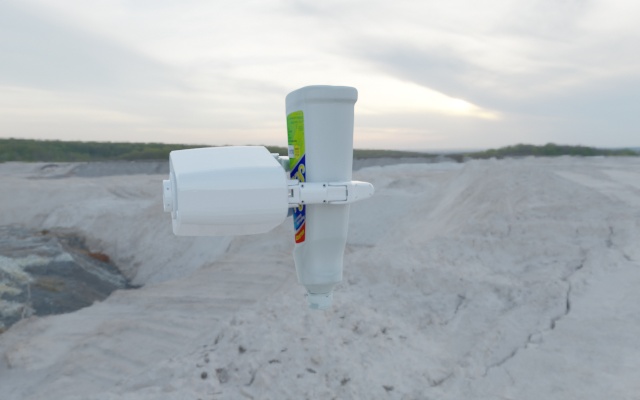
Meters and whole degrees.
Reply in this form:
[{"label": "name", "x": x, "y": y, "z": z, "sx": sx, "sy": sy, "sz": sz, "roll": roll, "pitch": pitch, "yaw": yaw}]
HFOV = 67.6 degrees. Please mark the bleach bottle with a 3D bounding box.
[{"label": "bleach bottle", "x": 0.000, "y": 0.002, "z": 0.547, "sx": 0.068, "sy": 0.251, "sz": 0.102, "roll": -3, "pitch": 6, "yaw": -20}]
